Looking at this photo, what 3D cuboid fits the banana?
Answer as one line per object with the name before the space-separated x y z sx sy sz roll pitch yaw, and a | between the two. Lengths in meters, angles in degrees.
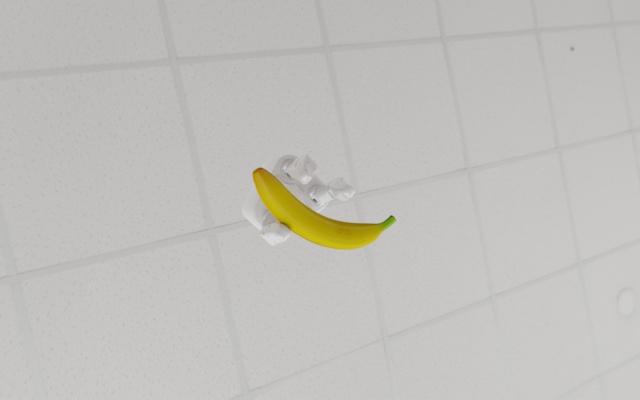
banana | -0.003 0.021 0.610 0.198 0.069 0.037 19 2 -18
